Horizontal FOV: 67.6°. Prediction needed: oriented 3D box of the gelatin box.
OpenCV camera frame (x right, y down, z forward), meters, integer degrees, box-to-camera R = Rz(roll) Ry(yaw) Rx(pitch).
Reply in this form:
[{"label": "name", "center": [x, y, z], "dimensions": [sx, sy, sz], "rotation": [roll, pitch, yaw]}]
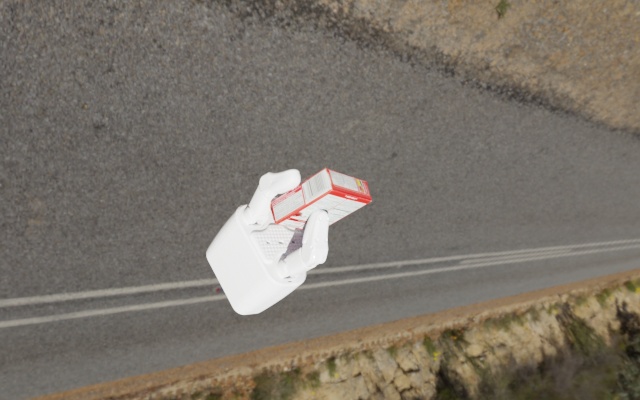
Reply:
[{"label": "gelatin box", "center": [0.000, 0.002, 0.533], "dimensions": [0.089, 0.030, 0.073], "rotation": [-31, -28, 32]}]
